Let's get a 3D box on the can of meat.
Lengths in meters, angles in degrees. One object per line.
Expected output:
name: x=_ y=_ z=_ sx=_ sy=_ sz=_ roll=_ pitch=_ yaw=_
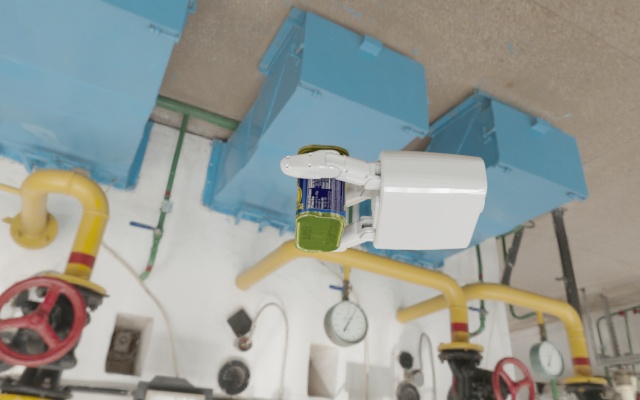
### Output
can of meat: x=0.000 y=0.002 z=0.528 sx=0.057 sy=0.084 sz=0.102 roll=3 pitch=-28 yaw=-2
